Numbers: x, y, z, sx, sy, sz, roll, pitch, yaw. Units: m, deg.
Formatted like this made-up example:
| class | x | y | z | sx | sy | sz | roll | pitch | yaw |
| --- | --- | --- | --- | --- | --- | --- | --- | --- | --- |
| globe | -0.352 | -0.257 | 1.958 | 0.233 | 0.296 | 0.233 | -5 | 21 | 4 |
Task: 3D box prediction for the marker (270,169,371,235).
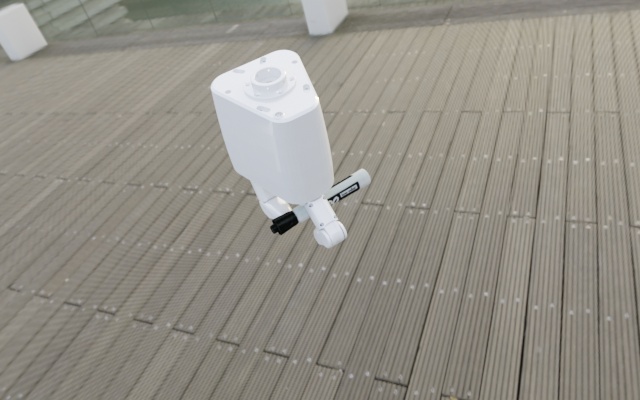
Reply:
| class | x | y | z | sx | sy | sz | roll | pitch | yaw |
| --- | --- | --- | --- | --- | --- | --- | --- | --- | --- |
| marker | 0.000 | 0.002 | 0.507 | 0.121 | 0.020 | 0.020 | -30 | 9 | -17 |
